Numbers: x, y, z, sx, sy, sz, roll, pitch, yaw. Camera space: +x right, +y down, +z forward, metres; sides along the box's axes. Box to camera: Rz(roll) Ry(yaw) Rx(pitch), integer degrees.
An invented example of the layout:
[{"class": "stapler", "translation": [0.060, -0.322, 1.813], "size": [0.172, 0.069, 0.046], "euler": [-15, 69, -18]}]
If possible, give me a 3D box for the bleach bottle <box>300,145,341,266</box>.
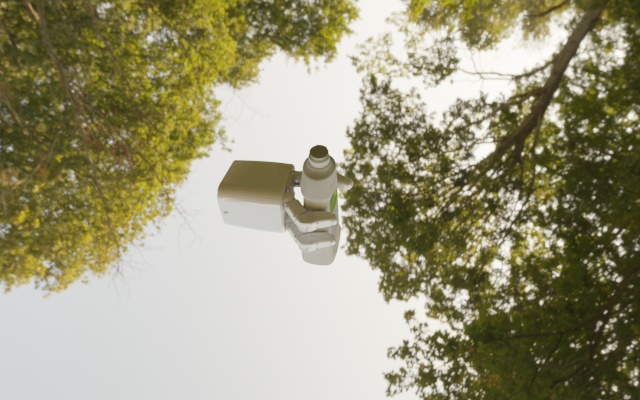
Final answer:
[{"class": "bleach bottle", "translation": [0.000, 0.003, 0.787], "size": [0.068, 0.102, 0.251], "euler": [7, -39, 6]}]
